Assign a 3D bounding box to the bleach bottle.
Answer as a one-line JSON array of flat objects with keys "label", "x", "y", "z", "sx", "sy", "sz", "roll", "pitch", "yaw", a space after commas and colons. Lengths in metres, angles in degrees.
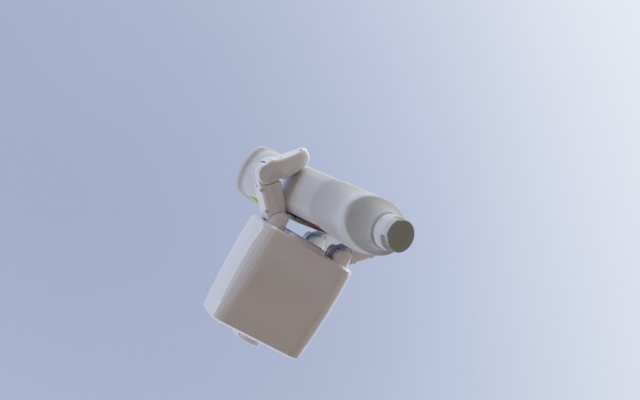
[{"label": "bleach bottle", "x": 0.000, "y": 0.002, "z": 0.492, "sx": 0.102, "sy": 0.068, "sz": 0.250, "roll": 32, "pitch": -6, "yaw": -30}]
